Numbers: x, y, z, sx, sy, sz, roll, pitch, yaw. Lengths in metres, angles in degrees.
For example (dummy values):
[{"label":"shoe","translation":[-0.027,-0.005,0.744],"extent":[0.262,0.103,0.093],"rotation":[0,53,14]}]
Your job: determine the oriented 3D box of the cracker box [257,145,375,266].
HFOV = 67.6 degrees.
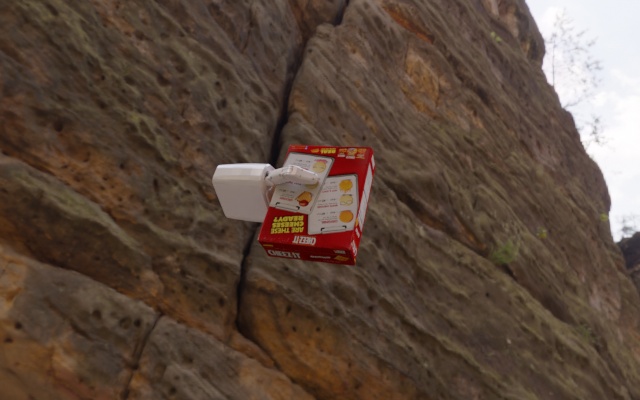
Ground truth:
[{"label":"cracker box","translation":[0.000,0.003,0.859],"extent":[0.164,0.213,0.072],"rotation":[4,-32,18]}]
